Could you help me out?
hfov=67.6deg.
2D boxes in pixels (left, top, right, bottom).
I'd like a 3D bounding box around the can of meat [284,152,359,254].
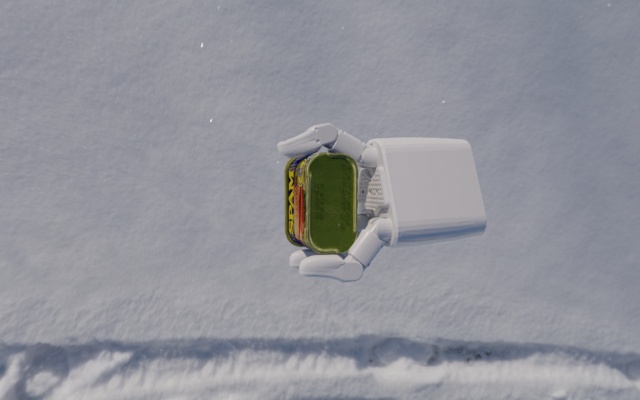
[{"bbox_3d":[0.000,0.002,0.488,0.057,0.102,0.084,-1,2,-17],"label":"can of meat"}]
